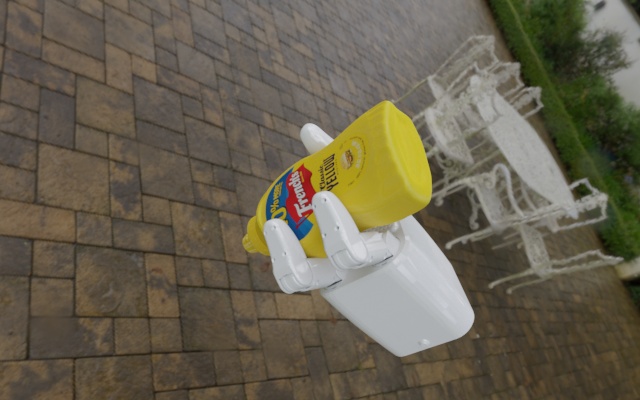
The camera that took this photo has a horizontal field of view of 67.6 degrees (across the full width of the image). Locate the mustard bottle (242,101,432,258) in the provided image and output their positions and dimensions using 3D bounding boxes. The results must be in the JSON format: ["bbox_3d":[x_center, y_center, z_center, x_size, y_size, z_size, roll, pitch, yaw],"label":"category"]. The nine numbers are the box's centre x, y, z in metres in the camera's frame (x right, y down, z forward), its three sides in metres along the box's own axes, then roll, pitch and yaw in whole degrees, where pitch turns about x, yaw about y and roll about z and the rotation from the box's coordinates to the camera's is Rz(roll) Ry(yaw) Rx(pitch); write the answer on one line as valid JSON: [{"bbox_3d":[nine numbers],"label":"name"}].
[{"bbox_3d":[0.000,0.001,0.416,0.192,0.096,0.058,-32,-41,32],"label":"mustard bottle"}]
